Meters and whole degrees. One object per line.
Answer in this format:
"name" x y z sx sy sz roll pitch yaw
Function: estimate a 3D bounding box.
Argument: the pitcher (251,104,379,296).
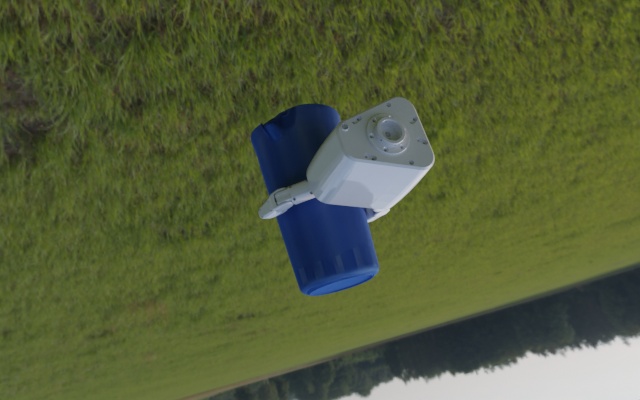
"pitcher" 0.000 0.002 0.666 0.149 0.242 0.145 -9 -20 -22
